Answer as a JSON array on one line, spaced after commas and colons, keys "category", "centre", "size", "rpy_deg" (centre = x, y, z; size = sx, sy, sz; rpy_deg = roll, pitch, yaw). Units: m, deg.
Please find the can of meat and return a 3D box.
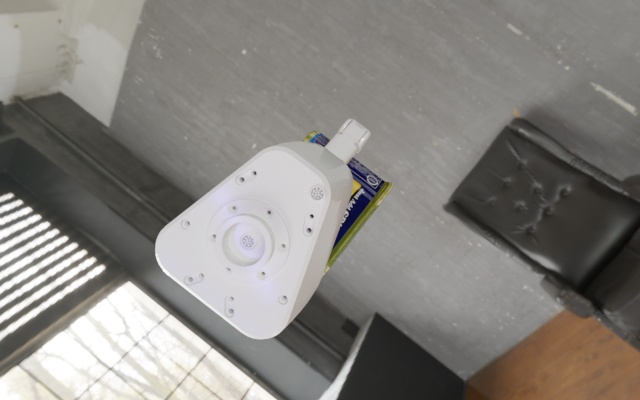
[{"category": "can of meat", "centre": [0.000, 0.001, 0.424], "size": [0.084, 0.102, 0.057], "rpy_deg": [37, 14, 3]}]
